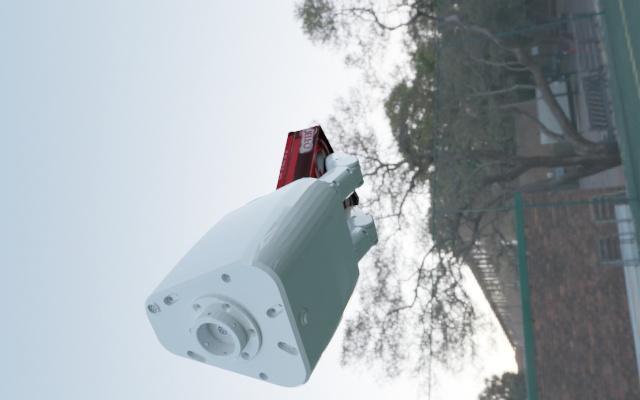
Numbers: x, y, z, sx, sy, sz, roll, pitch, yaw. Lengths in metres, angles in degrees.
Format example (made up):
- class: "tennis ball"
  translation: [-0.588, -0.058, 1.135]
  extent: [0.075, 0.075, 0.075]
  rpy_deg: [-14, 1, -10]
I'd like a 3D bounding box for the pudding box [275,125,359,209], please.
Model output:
- class: "pudding box"
  translation: [0.000, 0.002, 0.443]
  extent: [0.039, 0.090, 0.114]
  rpy_deg: [-6, -39, 21]
